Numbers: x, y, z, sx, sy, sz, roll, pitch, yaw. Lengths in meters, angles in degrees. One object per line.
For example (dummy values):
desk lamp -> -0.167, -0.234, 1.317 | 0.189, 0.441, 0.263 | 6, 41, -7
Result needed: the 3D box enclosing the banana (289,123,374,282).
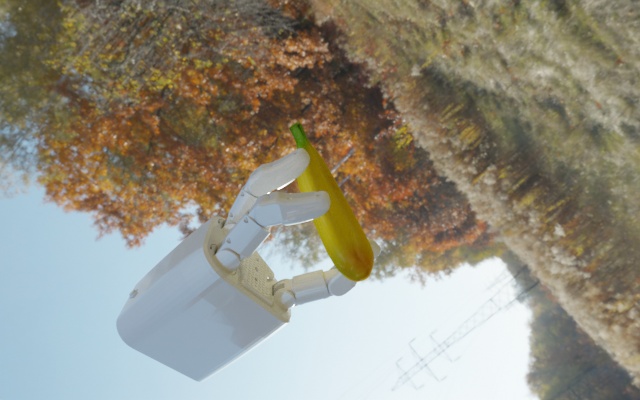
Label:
banana -> 0.007, 0.010, 0.425 | 0.037, 0.197, 0.070 | -32, -46, 6
